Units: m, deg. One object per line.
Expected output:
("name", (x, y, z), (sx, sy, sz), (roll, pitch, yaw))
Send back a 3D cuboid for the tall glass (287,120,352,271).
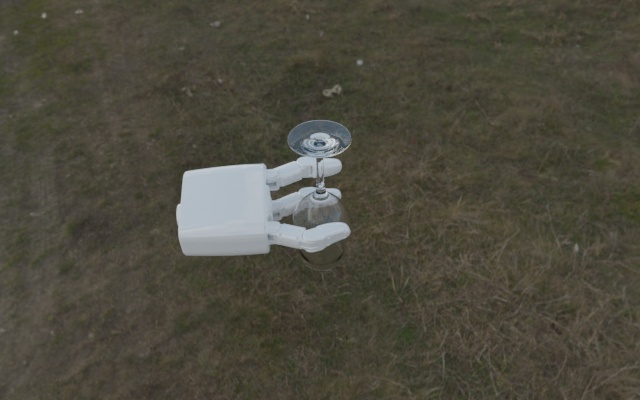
("tall glass", (0.000, 0.002, 0.614), (0.079, 0.201, 0.079), (-1, 42, 1))
